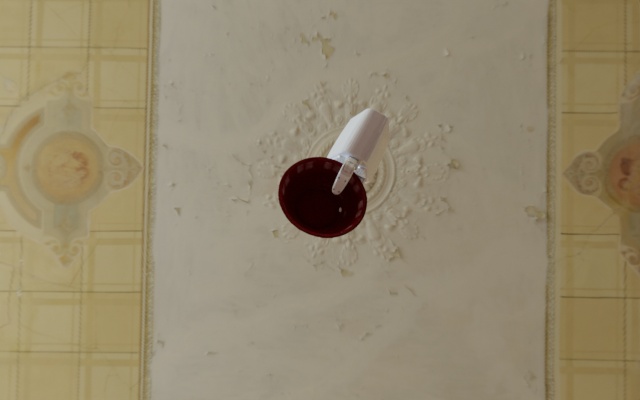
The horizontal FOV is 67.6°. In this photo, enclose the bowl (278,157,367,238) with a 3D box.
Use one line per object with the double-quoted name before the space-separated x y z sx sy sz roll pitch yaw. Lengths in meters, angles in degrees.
"bowl" -0.001 0.004 0.867 0.162 0.162 0.055 0 -27 -13
